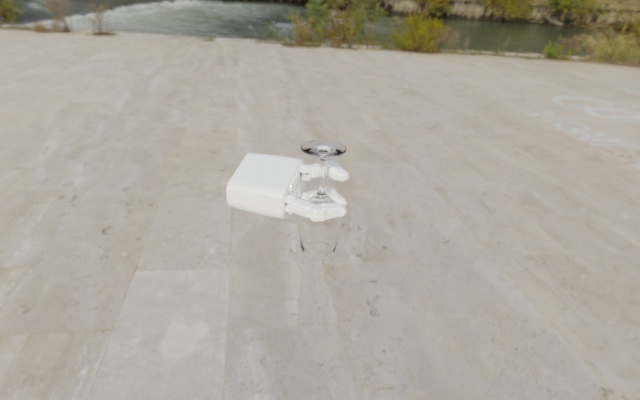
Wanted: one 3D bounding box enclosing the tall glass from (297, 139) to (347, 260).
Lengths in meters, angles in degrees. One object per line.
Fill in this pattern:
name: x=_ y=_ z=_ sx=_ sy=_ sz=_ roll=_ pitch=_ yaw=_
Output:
tall glass: x=0.000 y=0.002 z=0.814 sx=0.079 sy=0.201 sz=0.079 roll=2 pitch=28 yaw=-1
